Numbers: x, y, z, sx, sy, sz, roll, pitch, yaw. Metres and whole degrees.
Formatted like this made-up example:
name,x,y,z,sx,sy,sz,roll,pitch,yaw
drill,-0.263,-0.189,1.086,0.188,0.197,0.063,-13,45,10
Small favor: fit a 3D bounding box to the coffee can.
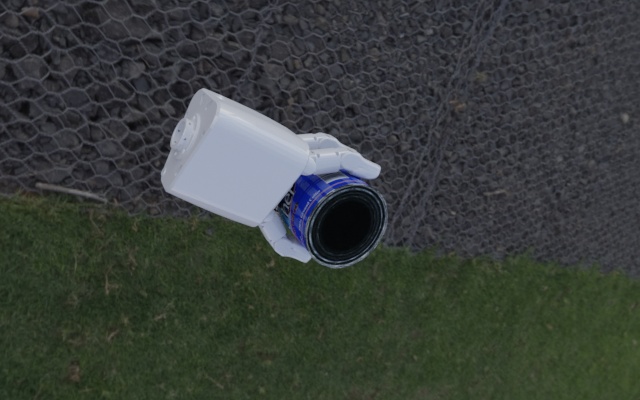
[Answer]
name,x,y,z,sx,sy,sz,roll,pitch,yaw
coffee can,0.000,0.002,0.574,0.103,0.103,0.140,0,23,-28
